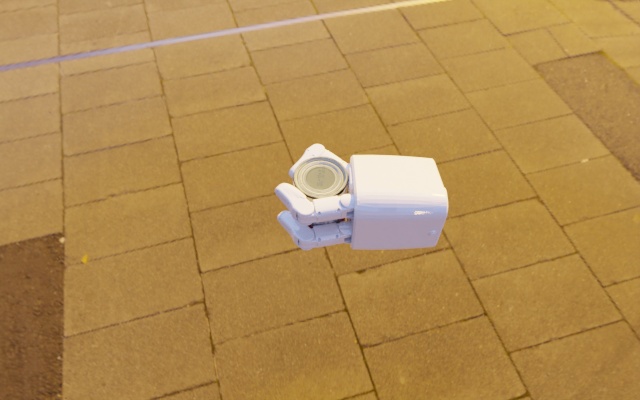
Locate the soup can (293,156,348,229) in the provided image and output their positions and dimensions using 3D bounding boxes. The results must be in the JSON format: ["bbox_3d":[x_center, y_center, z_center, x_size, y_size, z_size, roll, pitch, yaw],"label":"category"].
[{"bbox_3d":[0.000,0.002,0.605,0.068,0.068,0.102,0,-37,0],"label":"soup can"}]
